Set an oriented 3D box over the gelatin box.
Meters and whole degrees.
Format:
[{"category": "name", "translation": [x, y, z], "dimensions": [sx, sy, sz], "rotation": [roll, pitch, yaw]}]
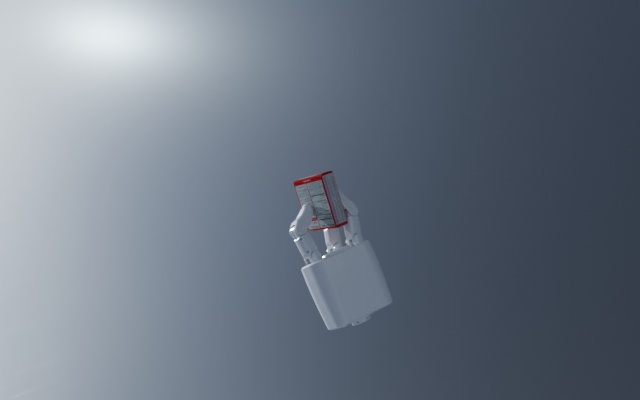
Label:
[{"category": "gelatin box", "translation": [0.000, 0.002, 0.771], "dimensions": [0.030, 0.089, 0.073], "rotation": [-22, 7, -39]}]
